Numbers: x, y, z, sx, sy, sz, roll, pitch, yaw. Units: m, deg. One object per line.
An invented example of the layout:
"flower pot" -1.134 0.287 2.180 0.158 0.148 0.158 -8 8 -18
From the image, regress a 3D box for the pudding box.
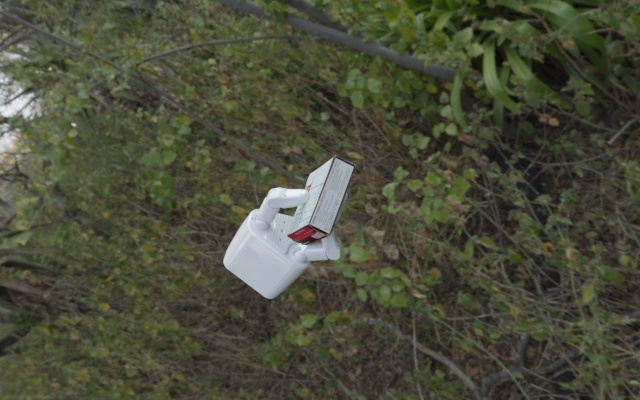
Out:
"pudding box" 0.000 0.002 0.675 0.039 0.113 0.090 26 -22 -17
